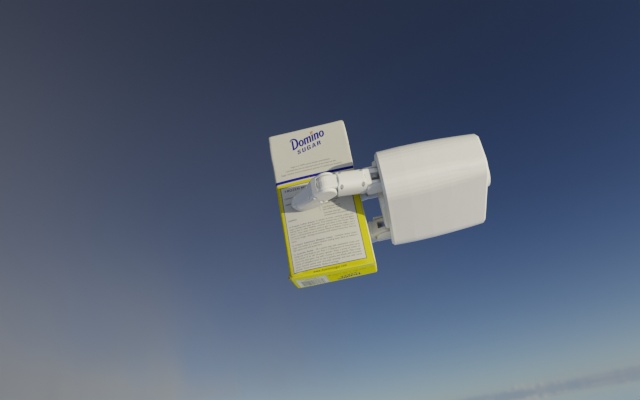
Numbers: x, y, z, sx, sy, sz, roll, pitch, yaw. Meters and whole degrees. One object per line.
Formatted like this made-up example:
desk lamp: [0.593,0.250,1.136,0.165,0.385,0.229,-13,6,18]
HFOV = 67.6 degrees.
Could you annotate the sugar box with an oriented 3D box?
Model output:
sugar box: [0.000,0.002,0.541,0.093,0.176,0.048,-12,-25,5]
